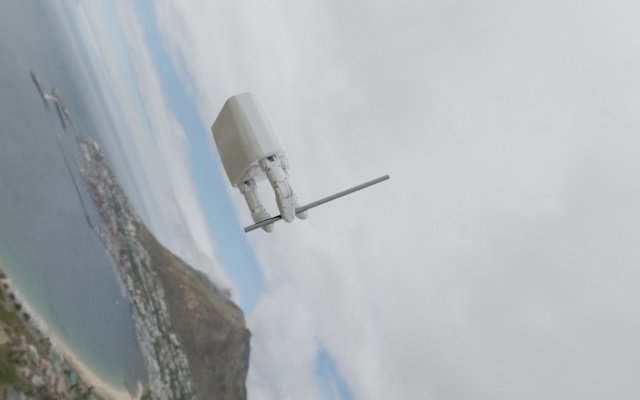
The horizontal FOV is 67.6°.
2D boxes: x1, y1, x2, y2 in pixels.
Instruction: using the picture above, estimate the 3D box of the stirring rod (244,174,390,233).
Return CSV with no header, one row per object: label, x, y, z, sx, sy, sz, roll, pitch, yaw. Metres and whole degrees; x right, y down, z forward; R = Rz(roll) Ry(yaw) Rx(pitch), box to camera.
stirring rod,0.000,0.002,0.711,0.239,0.011,0.011,-21,7,-19
